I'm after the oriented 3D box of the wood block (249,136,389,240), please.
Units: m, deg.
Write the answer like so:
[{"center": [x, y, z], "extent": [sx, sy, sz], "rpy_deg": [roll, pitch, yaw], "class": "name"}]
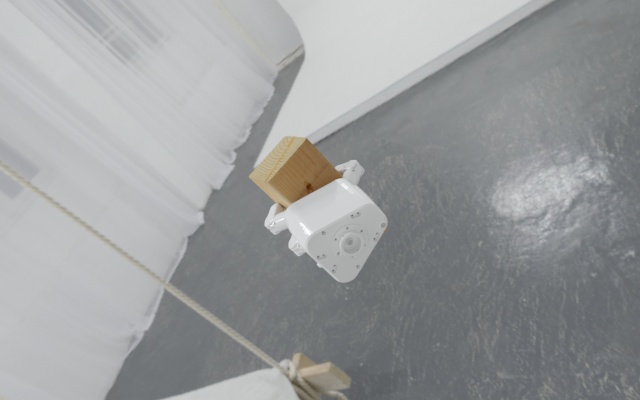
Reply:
[{"center": [0.000, 0.002, 0.756], "extent": [0.206, 0.091, 0.090], "rpy_deg": [46, -12, -25], "class": "wood block"}]
